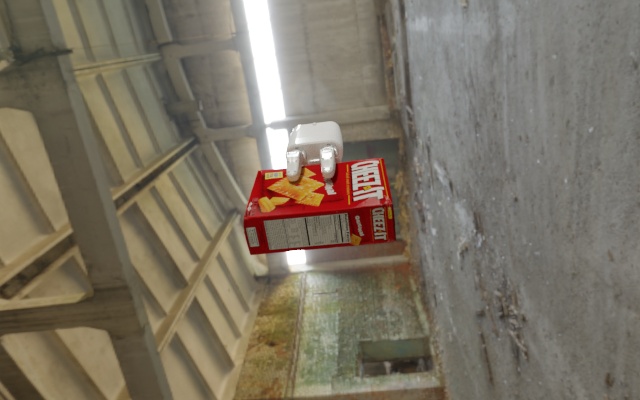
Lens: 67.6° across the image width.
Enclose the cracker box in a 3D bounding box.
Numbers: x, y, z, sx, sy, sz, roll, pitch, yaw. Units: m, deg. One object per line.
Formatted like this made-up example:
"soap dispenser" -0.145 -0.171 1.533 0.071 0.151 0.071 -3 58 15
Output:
"cracker box" 0.000 0.003 0.735 0.214 0.072 0.164 -6 28 5
